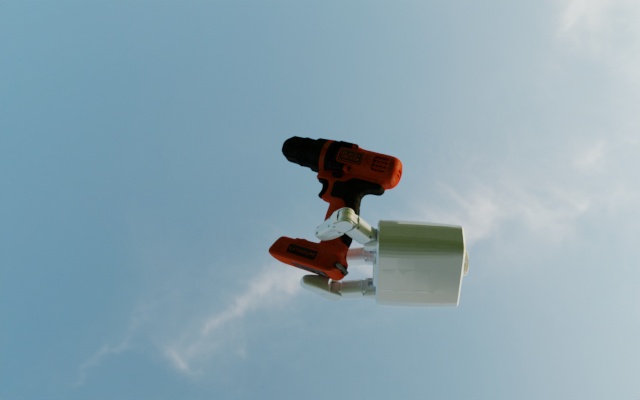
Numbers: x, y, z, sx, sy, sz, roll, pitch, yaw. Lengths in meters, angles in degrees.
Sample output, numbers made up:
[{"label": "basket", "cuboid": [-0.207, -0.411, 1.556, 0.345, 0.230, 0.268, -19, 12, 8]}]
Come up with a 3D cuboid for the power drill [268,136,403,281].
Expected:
[{"label": "power drill", "cuboid": [0.000, 0.003, 0.656, 0.184, 0.187, 0.057, 15, -16, 26]}]
